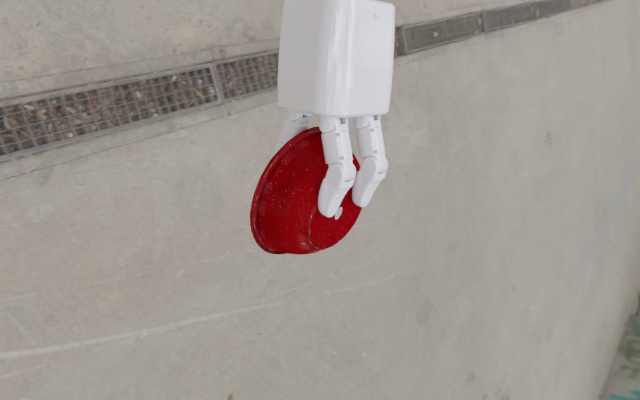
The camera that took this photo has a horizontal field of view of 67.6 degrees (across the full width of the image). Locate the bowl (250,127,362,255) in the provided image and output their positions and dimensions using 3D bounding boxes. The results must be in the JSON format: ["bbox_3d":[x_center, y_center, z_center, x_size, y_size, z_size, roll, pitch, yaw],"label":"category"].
[{"bbox_3d":[0.000,0.003,0.535,0.055,0.162,0.162,31,18,33],"label":"bowl"}]
